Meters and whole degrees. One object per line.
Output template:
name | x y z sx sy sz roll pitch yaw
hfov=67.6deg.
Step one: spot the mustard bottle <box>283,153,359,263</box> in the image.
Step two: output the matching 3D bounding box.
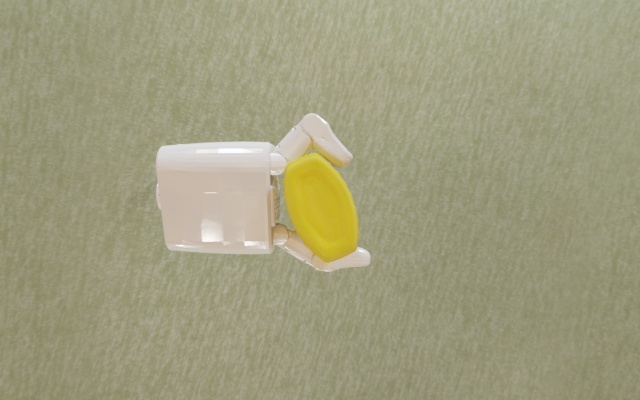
mustard bottle | 0.000 0.002 0.504 0.058 0.096 0.191 -25 3 1
